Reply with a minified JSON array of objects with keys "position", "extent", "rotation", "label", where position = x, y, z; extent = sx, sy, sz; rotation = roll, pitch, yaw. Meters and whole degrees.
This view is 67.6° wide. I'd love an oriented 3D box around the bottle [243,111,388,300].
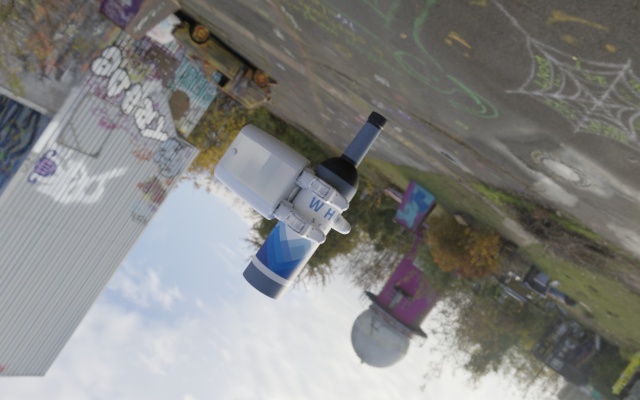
[{"position":[0.000,0.002,0.678],"extent":[0.069,0.296,0.069],"rotation":[35,2,-1],"label":"bottle"}]
